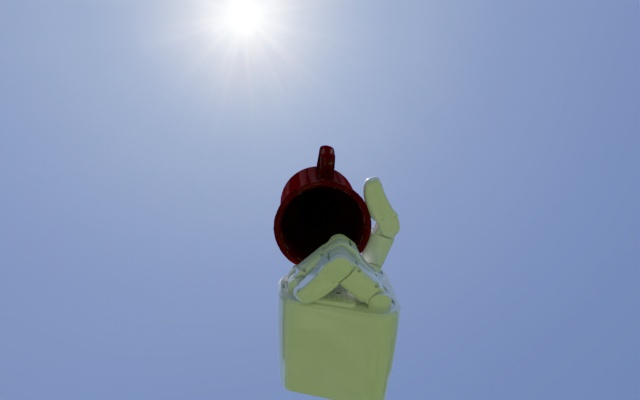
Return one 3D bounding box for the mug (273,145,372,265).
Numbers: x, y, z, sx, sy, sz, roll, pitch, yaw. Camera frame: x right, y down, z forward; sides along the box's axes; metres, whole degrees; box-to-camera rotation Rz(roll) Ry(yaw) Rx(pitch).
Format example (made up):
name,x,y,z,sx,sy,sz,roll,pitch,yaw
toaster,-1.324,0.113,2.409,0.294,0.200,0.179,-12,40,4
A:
name,x,y,z,sx,sy,sz,roll,pitch,yaw
mug,0.000,0.000,0.484,0.093,0.117,0.081,1,19,-5
